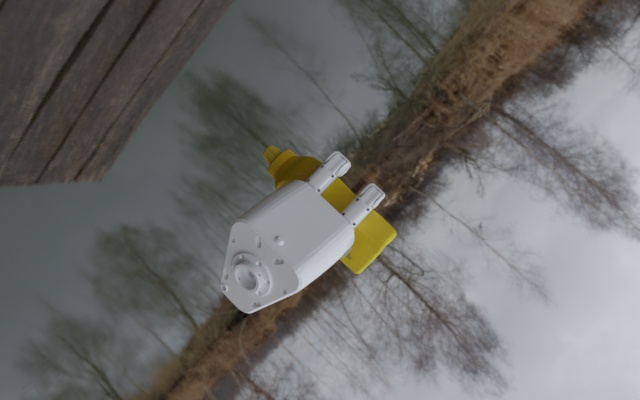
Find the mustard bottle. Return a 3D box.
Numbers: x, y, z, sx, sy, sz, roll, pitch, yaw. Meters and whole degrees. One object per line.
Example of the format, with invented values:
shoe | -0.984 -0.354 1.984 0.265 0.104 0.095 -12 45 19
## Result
mustard bottle | 0.000 0.002 0.593 0.058 0.191 0.096 -42 -9 -28
